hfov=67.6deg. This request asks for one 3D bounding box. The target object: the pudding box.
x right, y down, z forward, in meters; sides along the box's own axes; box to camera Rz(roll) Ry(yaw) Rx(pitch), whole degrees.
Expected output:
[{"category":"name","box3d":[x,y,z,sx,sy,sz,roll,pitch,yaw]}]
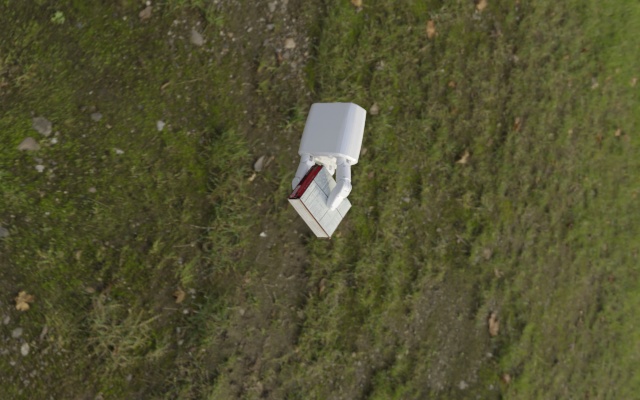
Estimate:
[{"category":"pudding box","box3d":[0.000,0.003,0.896,0.039,0.090,0.113,0,-44,48]}]
